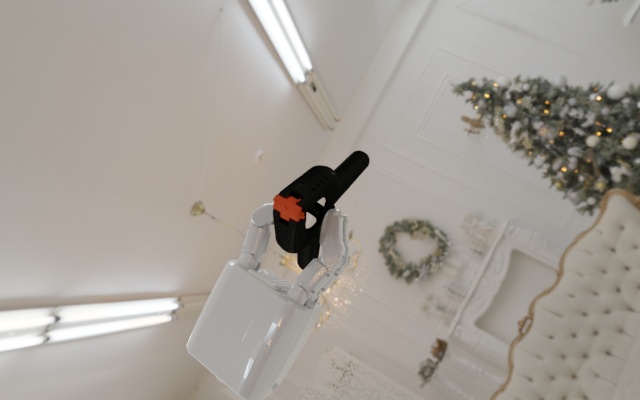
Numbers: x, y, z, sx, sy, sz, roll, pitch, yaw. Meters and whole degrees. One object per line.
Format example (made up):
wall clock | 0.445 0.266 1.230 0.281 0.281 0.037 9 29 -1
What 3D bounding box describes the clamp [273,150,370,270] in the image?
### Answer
clamp | -0.001 0.001 0.512 0.036 0.164 0.210 27 -2 13
